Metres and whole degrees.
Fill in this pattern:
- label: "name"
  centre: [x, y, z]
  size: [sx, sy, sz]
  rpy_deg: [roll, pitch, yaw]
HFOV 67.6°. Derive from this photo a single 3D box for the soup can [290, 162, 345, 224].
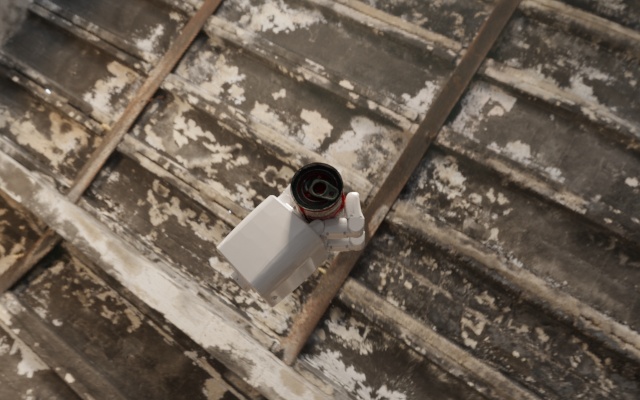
- label: "soup can"
  centre: [0.000, 0.002, 0.644]
  size: [0.068, 0.068, 0.102]
  rpy_deg: [0, -24, 6]
